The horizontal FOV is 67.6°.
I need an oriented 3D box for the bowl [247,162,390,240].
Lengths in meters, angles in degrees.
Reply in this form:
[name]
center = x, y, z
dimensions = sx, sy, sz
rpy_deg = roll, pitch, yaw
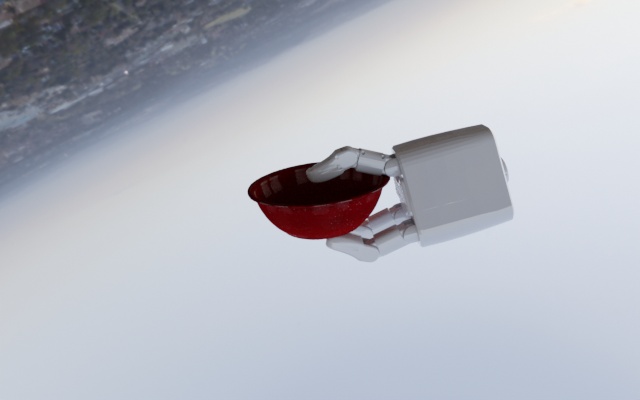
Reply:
[bowl]
center = -0.001, 0.002, 0.548
dimensions = 0.162, 0.055, 0.162
rpy_deg = -5, 20, 2
